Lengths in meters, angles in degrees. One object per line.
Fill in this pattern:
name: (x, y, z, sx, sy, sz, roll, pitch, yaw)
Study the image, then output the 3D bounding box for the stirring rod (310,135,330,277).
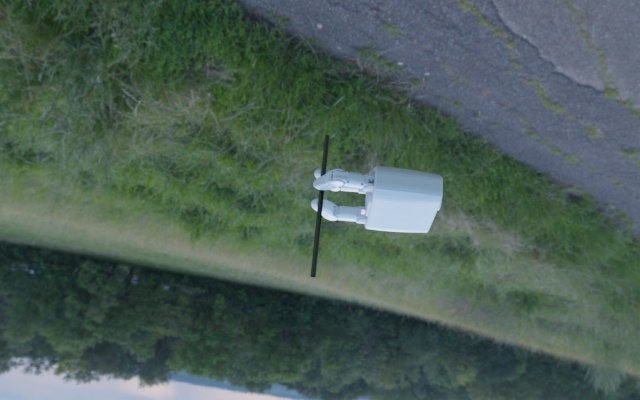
stirring rod: (0.000, 0.002, 0.755, 0.011, 0.239, 0.011, 5, -22, 2)
